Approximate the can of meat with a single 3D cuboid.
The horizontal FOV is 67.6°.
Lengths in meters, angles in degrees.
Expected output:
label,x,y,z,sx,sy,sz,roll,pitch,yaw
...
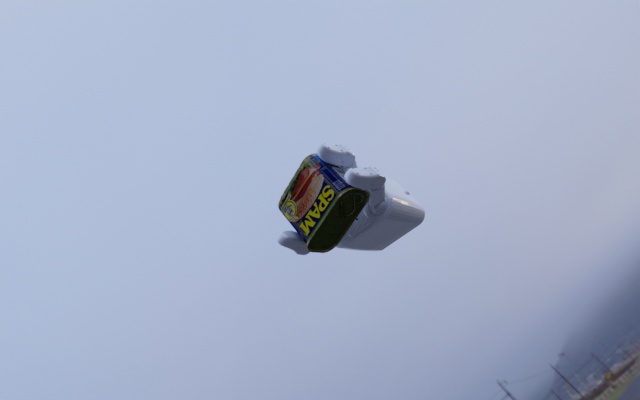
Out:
label,x,y,z,sx,sy,sz,roll,pitch,yaw
can of meat,0.000,0.002,0.617,0.057,0.102,0.084,9,31,-48
